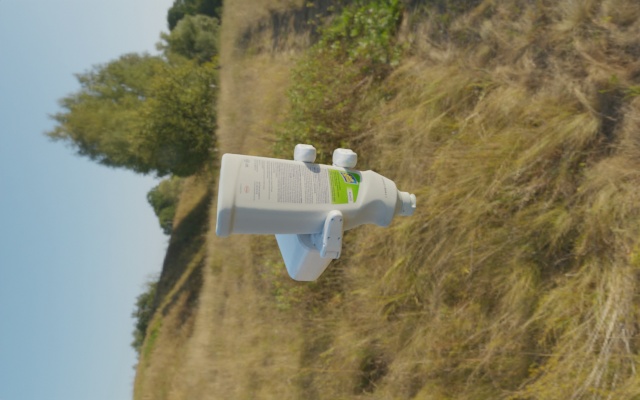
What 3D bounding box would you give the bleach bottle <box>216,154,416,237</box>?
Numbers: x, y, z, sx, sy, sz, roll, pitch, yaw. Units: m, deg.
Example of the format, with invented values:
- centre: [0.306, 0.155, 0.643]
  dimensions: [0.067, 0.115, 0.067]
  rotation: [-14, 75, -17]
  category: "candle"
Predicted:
- centre: [0.000, 0.002, 0.600]
  dimensions: [0.251, 0.102, 0.068]
  rotation: [5, -34, -13]
  category: "bleach bottle"
